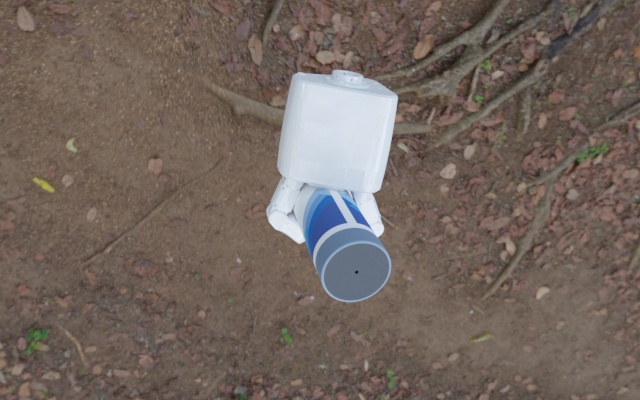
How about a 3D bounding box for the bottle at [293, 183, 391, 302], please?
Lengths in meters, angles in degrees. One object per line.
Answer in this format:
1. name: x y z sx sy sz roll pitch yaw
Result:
1. bottle: 0.000 0.002 0.559 0.069 0.069 0.295 0 26 -14
